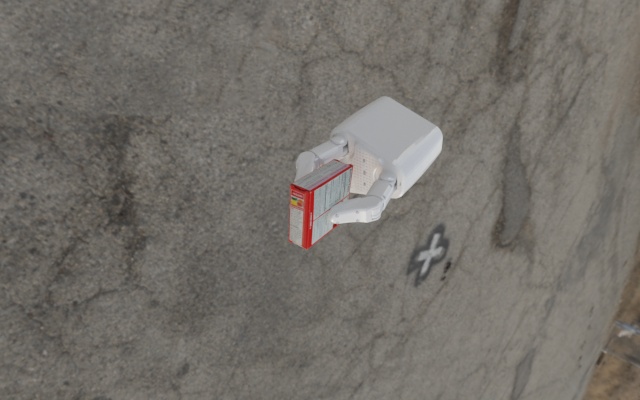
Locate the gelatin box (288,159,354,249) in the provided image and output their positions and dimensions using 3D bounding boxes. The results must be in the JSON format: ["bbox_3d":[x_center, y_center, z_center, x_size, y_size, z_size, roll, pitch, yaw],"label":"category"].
[{"bbox_3d":[0.000,0.002,0.540,0.030,0.073,0.089,21,34,27],"label":"gelatin box"}]
